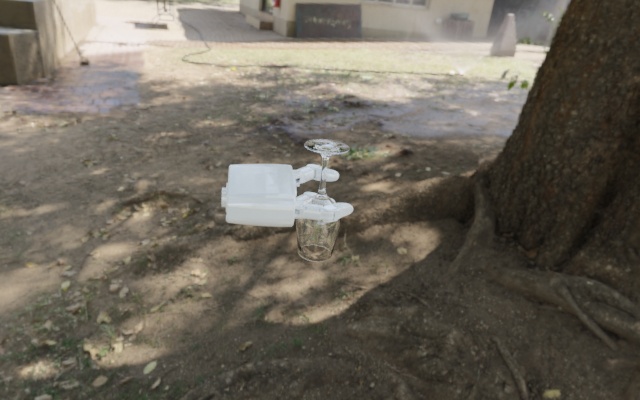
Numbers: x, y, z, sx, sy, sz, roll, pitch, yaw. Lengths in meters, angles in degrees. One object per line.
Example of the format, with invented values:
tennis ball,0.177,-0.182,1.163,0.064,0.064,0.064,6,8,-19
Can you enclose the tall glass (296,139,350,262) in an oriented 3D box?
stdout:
tall glass,0.000,0.002,0.811,0.079,0.201,0.079,5,23,-2
